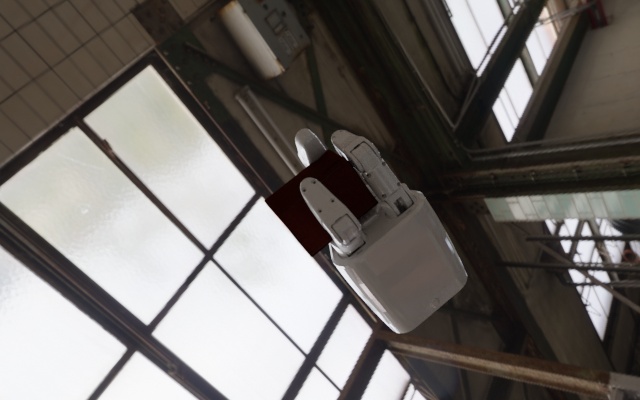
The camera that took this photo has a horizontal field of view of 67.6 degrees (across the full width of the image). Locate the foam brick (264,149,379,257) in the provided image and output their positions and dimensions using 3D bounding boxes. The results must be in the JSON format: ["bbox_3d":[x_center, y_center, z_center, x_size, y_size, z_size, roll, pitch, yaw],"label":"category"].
[{"bbox_3d":[0.000,0.001,0.424,0.078,0.051,0.053,-38,25,-4],"label":"foam brick"}]
